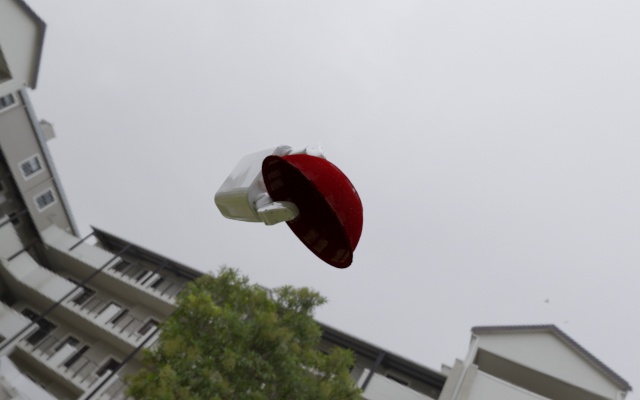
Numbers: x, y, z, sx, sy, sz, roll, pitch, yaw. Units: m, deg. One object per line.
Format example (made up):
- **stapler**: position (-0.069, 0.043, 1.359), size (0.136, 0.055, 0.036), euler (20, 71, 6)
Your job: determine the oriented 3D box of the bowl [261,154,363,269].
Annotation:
- **bowl**: position (0.001, 0.002, 0.571), size (0.055, 0.162, 0.162), euler (-37, 15, -21)
